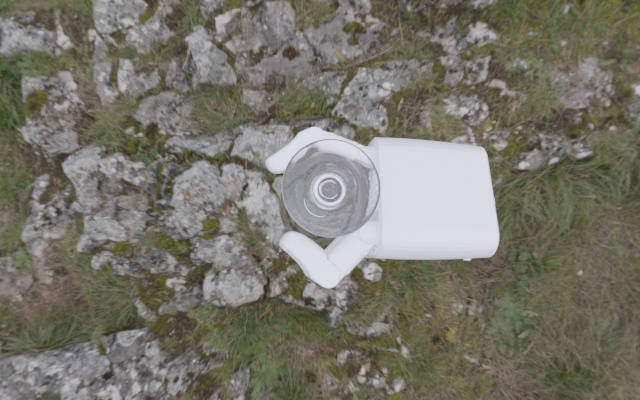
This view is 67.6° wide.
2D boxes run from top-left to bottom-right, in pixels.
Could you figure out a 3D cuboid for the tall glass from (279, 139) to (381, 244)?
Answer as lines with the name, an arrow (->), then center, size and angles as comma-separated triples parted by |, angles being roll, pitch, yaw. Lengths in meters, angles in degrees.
tall glass -> 0.000, 0.001, 0.452 | 0.079, 0.079, 0.201 | 0, -6, -5
